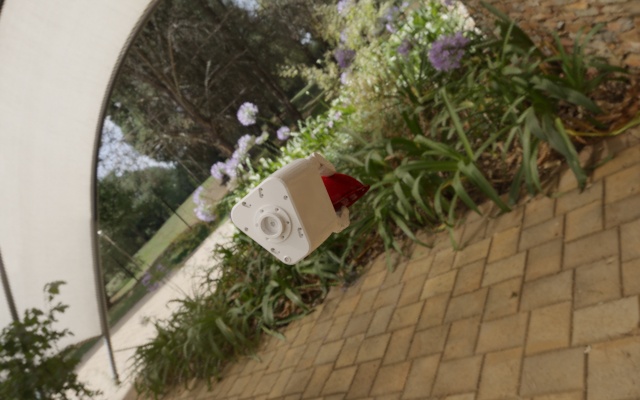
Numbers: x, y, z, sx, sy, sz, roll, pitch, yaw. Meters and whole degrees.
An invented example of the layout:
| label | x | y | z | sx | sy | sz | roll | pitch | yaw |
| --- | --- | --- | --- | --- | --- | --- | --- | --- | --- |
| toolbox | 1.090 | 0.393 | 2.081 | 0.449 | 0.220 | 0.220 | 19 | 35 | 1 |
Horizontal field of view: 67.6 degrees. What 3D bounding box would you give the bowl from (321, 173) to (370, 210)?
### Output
| label | x | y | z | sx | sy | sz | roll | pitch | yaw |
| --- | --- | --- | --- | --- | --- | --- | --- | --- | --- |
| bowl | 0.000 | 0.002 | 0.777 | 0.162 | 0.055 | 0.162 | -34 | -8 | -6 |
